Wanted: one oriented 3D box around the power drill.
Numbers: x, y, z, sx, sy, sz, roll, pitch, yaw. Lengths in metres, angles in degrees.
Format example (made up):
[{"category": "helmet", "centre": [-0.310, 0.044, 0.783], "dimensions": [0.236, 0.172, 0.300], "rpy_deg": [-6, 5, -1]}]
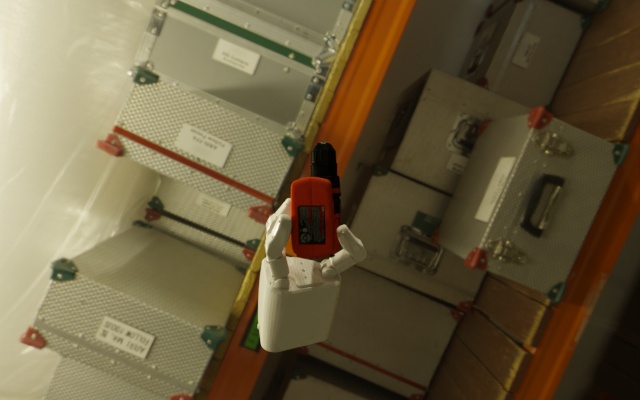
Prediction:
[{"category": "power drill", "centre": [0.000, 0.003, 0.694], "dimensions": [0.057, 0.184, 0.187], "rpy_deg": [-3, 3, 8]}]
